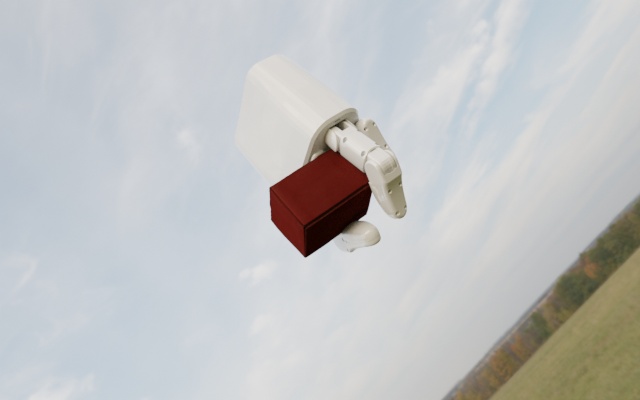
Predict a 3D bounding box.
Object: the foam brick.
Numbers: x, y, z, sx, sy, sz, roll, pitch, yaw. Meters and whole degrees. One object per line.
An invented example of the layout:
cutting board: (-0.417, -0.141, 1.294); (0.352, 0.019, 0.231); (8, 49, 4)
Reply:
foam brick: (0.000, 0.002, 0.418); (0.078, 0.051, 0.053); (-34, -27, -24)
